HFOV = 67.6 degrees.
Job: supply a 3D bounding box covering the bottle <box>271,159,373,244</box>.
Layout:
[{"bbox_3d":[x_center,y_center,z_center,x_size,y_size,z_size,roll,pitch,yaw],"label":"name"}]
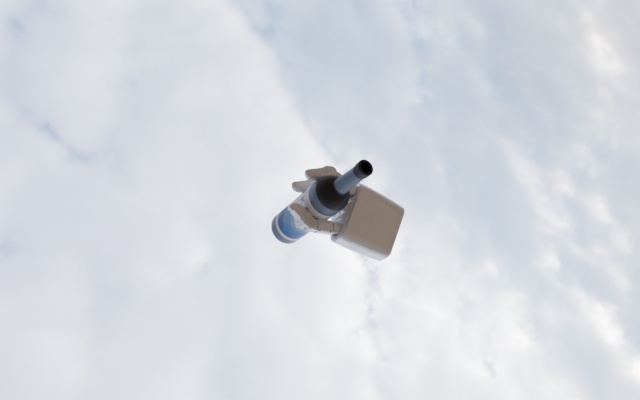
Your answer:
[{"bbox_3d":[0.000,0.003,0.845,0.069,0.069,0.296,0,-21,-30],"label":"bottle"}]
